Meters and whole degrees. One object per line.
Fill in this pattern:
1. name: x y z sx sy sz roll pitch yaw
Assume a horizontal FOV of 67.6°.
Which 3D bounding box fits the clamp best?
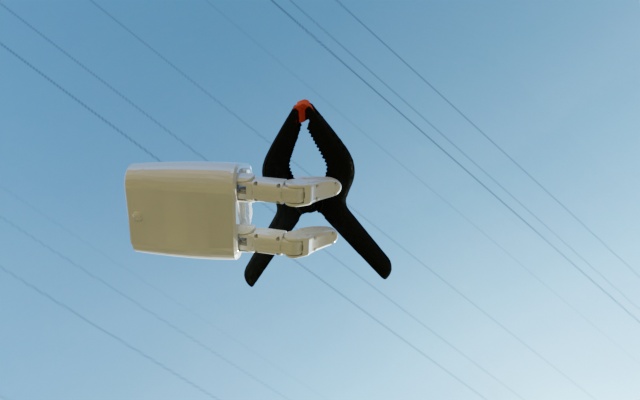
1. clamp: 0.000 0.001 0.504 0.164 0.210 0.036 2 22 -1
